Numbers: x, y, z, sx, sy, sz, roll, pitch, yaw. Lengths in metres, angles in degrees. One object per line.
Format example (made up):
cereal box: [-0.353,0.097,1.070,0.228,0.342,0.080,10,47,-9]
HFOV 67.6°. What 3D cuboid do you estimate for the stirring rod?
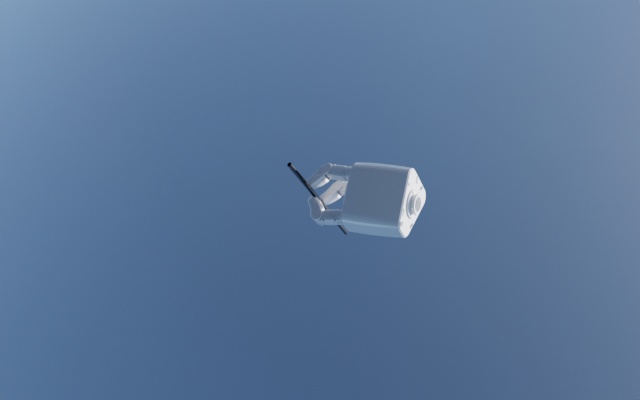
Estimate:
stirring rod: [0.000,0.003,0.874,0.011,0.011,0.240,0,-31,30]
